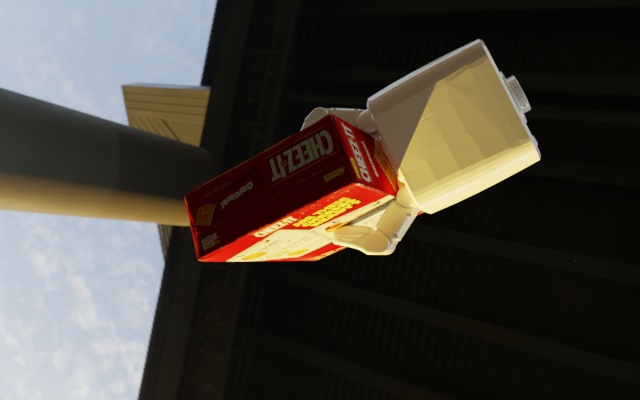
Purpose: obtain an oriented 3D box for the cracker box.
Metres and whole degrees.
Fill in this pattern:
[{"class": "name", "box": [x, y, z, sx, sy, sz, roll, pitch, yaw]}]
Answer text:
[{"class": "cracker box", "box": [0.000, 0.002, 0.481, 0.164, 0.072, 0.214, -26, -18, 23]}]
